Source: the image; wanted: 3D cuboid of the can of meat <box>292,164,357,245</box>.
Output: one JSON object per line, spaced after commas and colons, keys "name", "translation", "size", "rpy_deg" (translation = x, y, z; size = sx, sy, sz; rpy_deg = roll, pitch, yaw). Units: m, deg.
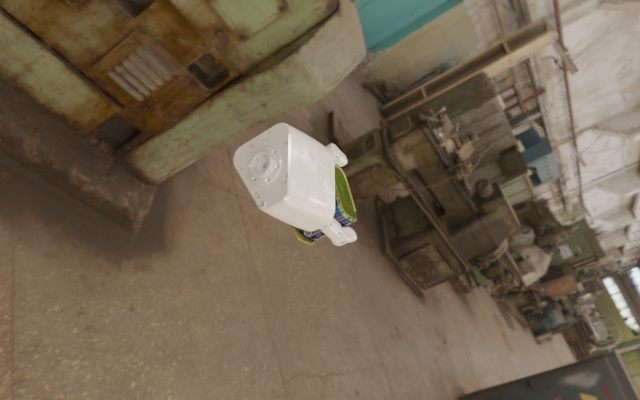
{"name": "can of meat", "translation": [0.000, 0.002, 0.715], "size": [0.084, 0.102, 0.057], "rpy_deg": [-27, -30, 22]}
